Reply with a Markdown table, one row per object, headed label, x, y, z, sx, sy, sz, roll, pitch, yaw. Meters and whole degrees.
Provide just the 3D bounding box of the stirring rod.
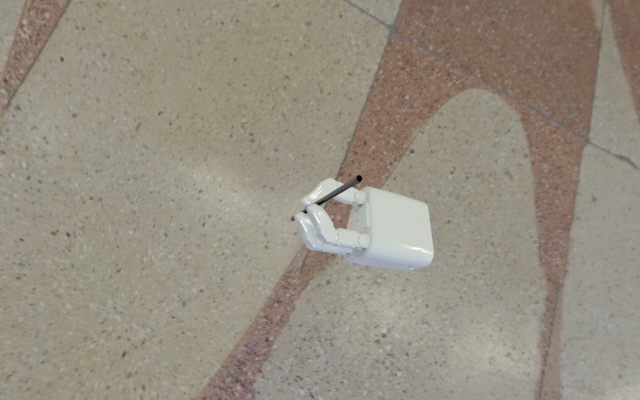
| label | x | y | z | sx | sy | sz | roll | pitch | yaw |
| --- | --- | --- | --- | --- | --- | --- | --- | --- | --- |
| stirring rod | 0.000 | 0.002 | 0.649 | 0.011 | 0.011 | 0.239 | 0 | -13 | -22 |
